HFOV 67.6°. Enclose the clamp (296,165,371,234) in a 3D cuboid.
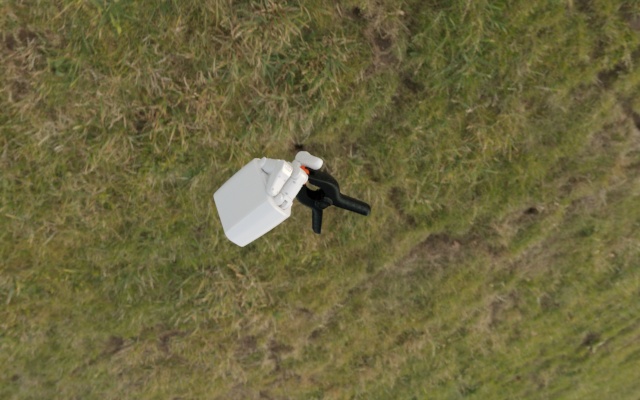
[{"bbox_3d":[0.000,0.003,0.868,0.120,0.039,0.171,-34,-50,20],"label":"clamp"}]
